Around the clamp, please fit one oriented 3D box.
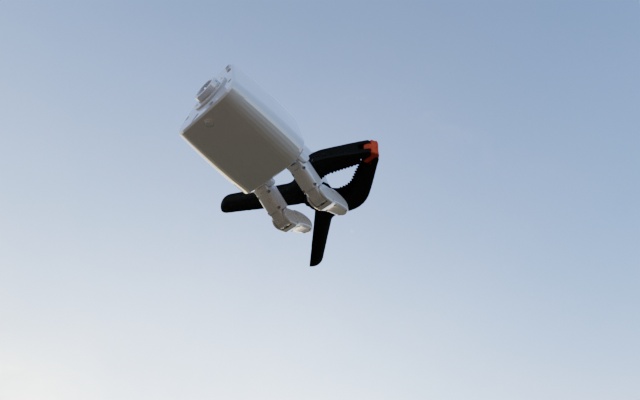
[{"bbox_3d":[0.000,0.001,0.604,0.210,0.036,0.165,-33,-57,27],"label":"clamp"}]
